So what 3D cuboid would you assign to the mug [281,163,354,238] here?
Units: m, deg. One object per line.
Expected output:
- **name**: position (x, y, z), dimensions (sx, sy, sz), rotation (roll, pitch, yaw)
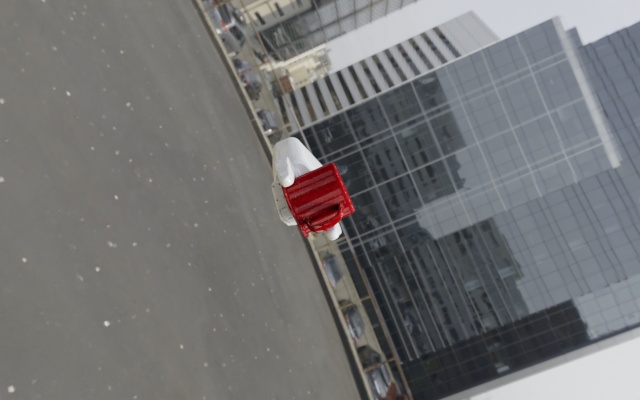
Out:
- **mug**: position (0.000, 0.003, 0.689), dimensions (0.081, 0.093, 0.117), rotation (-24, 33, 5)
